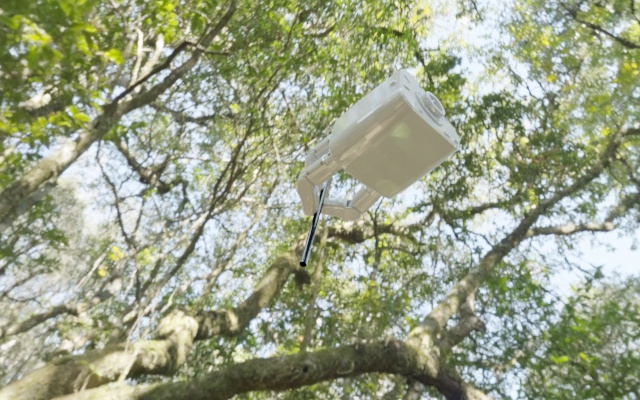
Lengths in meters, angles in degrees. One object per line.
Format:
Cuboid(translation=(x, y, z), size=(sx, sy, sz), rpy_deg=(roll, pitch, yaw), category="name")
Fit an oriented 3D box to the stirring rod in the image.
Cuboid(translation=(0.000, 0.002, 0.616), size=(0.011, 0.011, 0.239), rpy_deg=(0, 34, 11), category="stirring rod")
